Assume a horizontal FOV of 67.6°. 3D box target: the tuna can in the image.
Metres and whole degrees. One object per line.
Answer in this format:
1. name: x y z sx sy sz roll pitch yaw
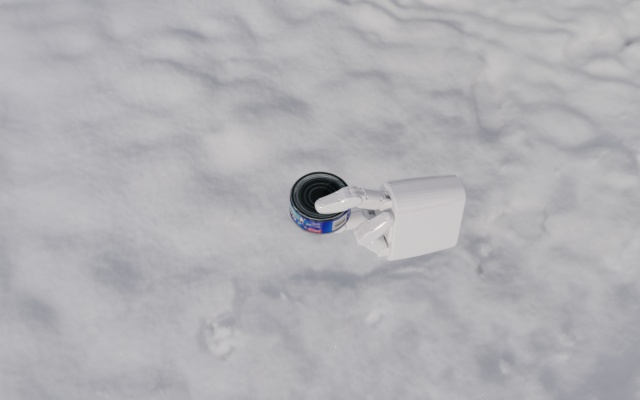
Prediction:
1. tuna can: 0.000 0.002 0.651 0.086 0.086 0.034 0 -36 -2
